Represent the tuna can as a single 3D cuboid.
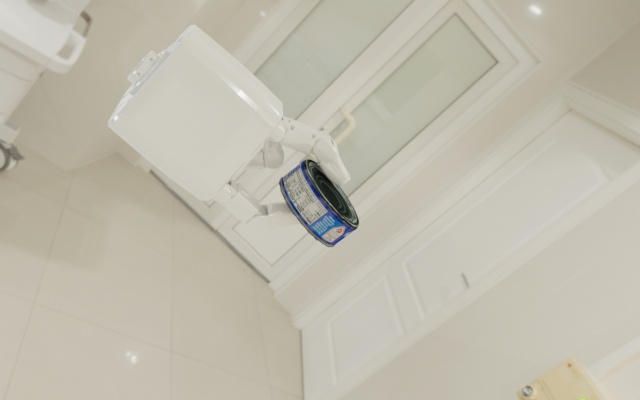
[{"bbox_3d":[0.001,0.001,0.468,0.034,0.086,0.086,-38,-11,14],"label":"tuna can"}]
